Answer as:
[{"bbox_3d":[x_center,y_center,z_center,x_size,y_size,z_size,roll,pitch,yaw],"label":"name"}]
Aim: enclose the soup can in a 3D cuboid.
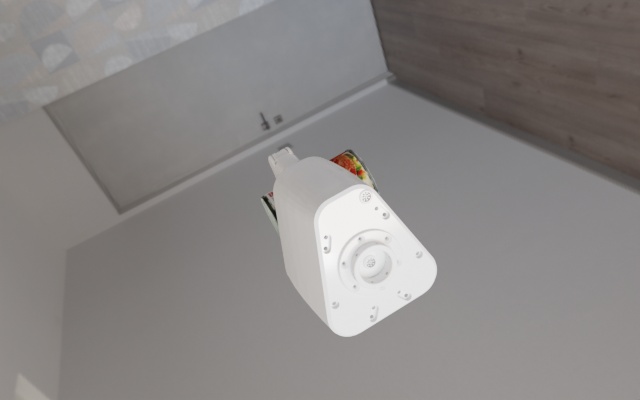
[{"bbox_3d":[0.000,0.001,0.482,0.102,0.068,0.068,-29,5,-10],"label":"soup can"}]
